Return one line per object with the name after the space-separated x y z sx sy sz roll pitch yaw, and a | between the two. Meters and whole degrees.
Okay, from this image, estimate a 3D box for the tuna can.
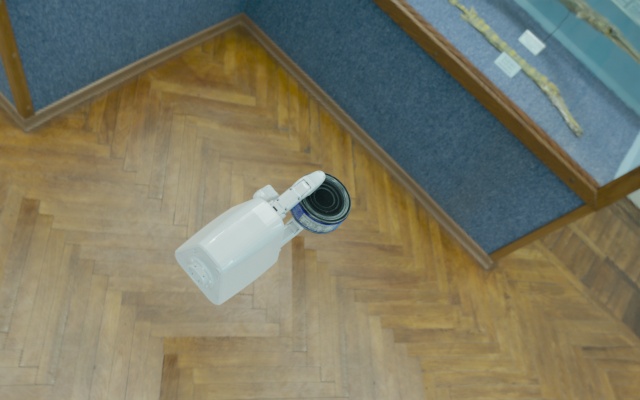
0.000 0.002 0.679 0.086 0.086 0.034 0 -29 -27 | tuna can
